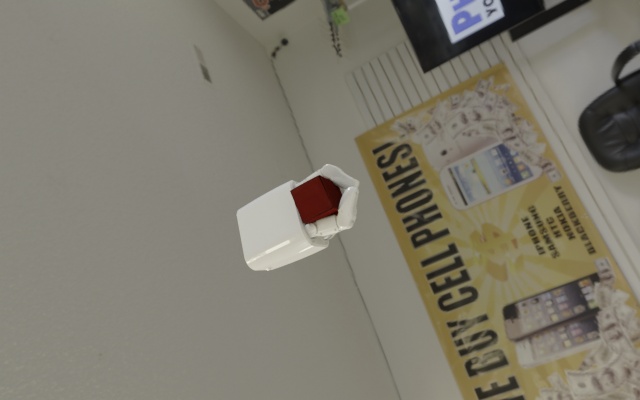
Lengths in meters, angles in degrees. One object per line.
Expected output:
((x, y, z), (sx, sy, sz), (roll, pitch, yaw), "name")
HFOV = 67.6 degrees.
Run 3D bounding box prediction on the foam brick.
((0.000, 0.002, 0.694), (0.051, 0.053, 0.078), (-26, -15, 16), "foam brick")
